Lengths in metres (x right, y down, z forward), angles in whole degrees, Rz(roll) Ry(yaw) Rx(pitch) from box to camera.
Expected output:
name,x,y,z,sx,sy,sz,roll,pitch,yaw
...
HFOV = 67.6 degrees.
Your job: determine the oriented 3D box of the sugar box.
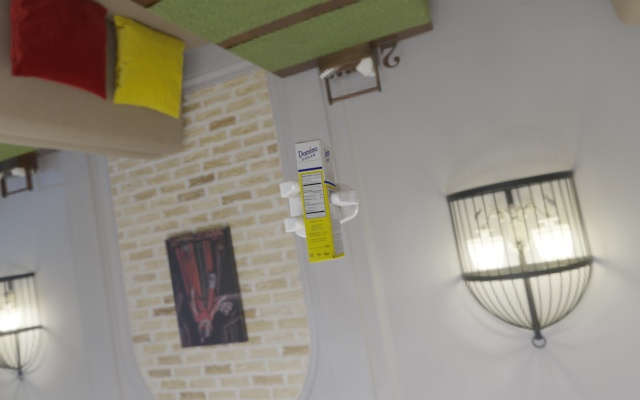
name,x,y,z,sx,sy,sz,roll,pitch,yaw
sugar box,0.000,0.003,0.725,0.048,0.176,0.093,-10,-5,11
